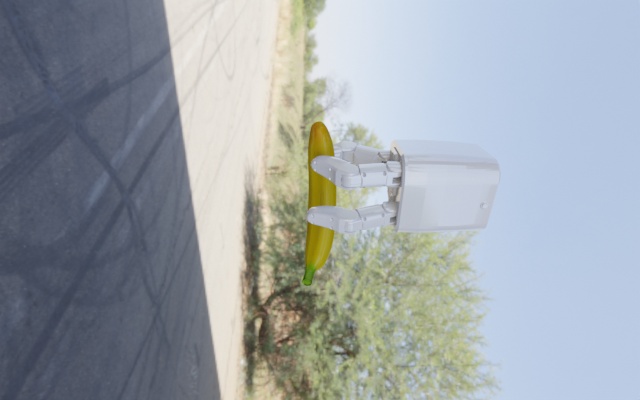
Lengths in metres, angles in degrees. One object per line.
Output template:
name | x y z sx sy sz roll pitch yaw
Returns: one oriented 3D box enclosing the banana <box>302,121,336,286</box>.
banana | 0.001 0.001 0.588 0.037 0.198 0.069 3 12 3
